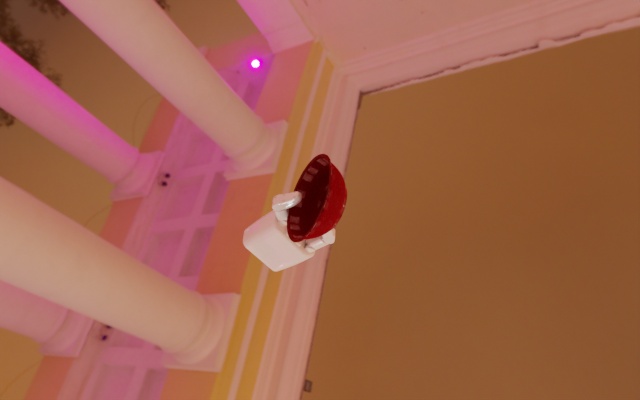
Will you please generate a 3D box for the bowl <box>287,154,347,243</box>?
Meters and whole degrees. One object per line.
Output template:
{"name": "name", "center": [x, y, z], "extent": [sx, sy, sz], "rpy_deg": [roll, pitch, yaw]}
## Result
{"name": "bowl", "center": [0.001, 0.002, 0.834], "extent": [0.055, 0.162, 0.162], "rpy_deg": [19, -8, -22]}
